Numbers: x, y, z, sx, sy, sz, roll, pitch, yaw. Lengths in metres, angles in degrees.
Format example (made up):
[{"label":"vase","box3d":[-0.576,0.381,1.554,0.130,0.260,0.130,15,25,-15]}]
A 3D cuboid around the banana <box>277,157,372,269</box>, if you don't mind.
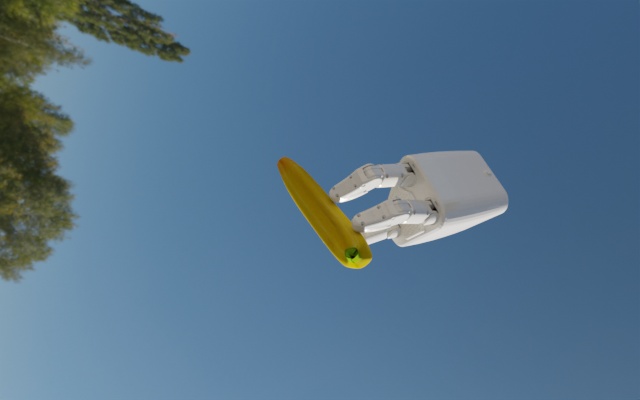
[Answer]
[{"label":"banana","box3d":[0.007,0.017,0.523,0.037,0.070,0.197,-30,40,-9]}]
